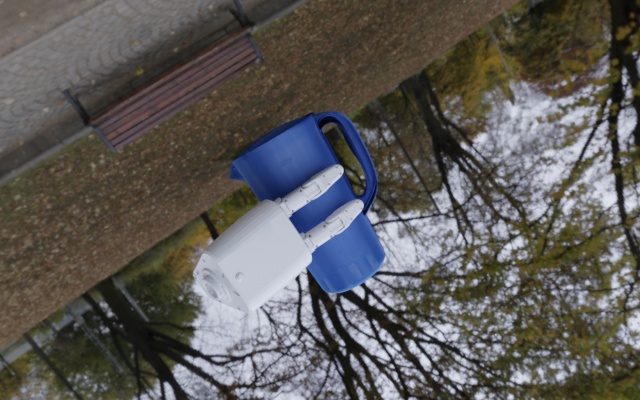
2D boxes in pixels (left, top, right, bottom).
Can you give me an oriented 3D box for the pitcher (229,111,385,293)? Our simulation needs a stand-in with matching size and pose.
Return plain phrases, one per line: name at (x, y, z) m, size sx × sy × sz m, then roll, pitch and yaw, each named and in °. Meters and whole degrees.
pitcher at (0.000, 0.002, 0.678) m, size 0.145 × 0.243 × 0.149 m, roll -39°, pitch 14°, yaw -33°
